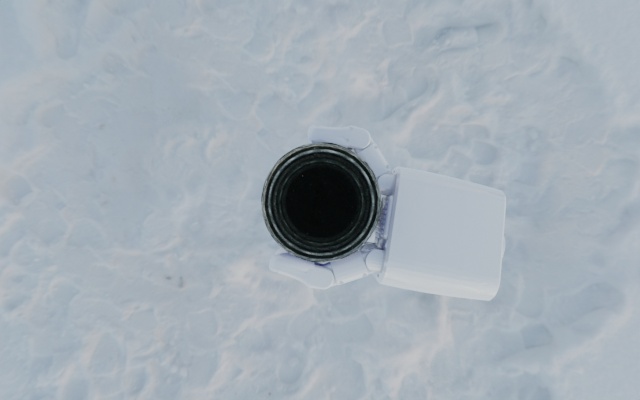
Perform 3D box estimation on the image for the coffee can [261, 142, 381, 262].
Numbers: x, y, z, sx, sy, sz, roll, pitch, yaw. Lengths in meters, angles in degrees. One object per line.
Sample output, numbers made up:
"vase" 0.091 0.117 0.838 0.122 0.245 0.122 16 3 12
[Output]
"coffee can" 0.000 0.001 0.473 0.103 0.103 0.140 0 0 0
